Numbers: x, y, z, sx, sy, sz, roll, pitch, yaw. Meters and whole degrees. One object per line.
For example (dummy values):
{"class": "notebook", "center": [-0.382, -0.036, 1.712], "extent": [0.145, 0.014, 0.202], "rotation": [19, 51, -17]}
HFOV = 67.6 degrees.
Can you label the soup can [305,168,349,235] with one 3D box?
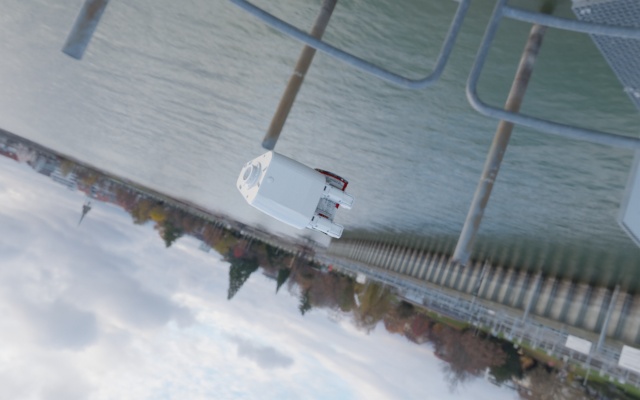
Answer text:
{"class": "soup can", "center": [0.000, 0.003, 0.846], "extent": [0.068, 0.102, 0.068], "rotation": [21, -7, 3]}
